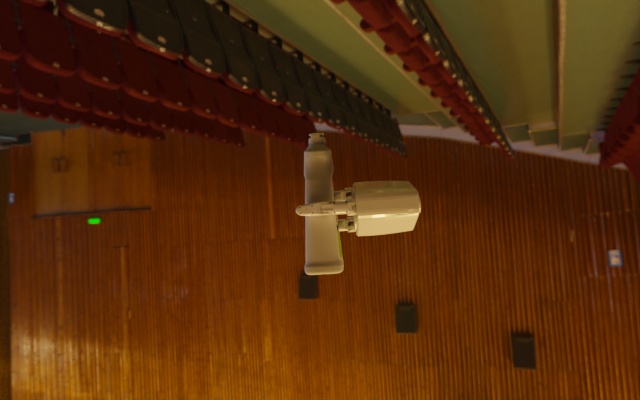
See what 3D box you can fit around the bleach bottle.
[{"bbox_3d":[0.000,0.003,0.858,0.068,0.251,0.102,-4,-4,3],"label":"bleach bottle"}]
